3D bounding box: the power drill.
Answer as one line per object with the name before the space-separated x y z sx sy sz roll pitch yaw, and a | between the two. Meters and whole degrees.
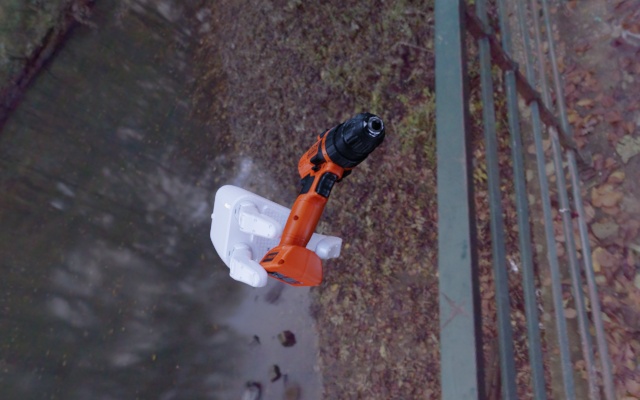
power drill | 0.000 0.002 0.542 0.057 0.187 0.184 27 -19 -13
